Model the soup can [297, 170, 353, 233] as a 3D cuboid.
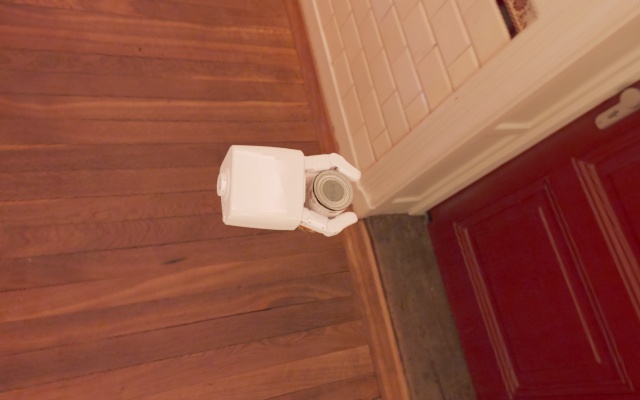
[{"bbox_3d":[0.001,0.002,0.750,0.068,0.068,0.102,0,-22,-25],"label":"soup can"}]
